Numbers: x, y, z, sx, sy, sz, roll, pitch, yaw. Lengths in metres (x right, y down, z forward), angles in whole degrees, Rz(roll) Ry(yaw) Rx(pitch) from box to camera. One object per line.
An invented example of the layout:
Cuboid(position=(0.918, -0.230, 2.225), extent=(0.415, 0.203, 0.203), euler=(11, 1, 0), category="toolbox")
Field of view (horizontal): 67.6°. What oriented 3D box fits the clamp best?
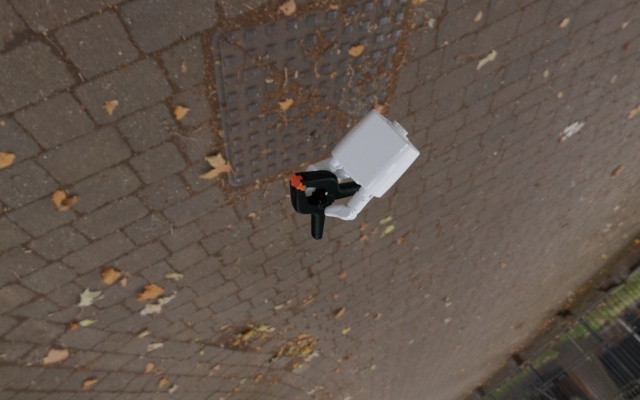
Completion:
Cuboid(position=(0.000, 0.003, 0.876), extent=(0.210, 0.164, 0.036), euler=(19, 27, -55), category="clamp")
